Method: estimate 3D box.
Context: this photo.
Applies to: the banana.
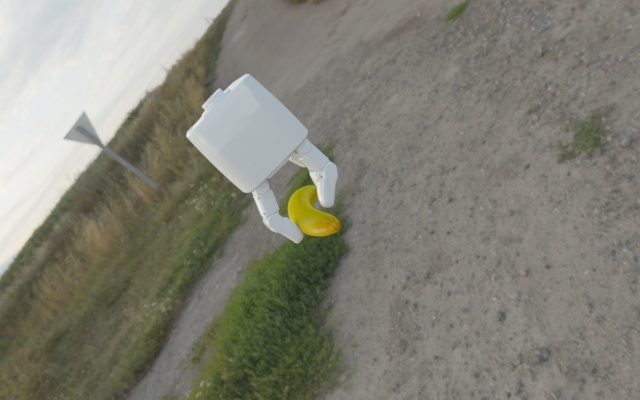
[{"bbox_3d":[-0.015,0.012,0.690,0.069,0.037,0.197,-37,19,8],"label":"banana"}]
